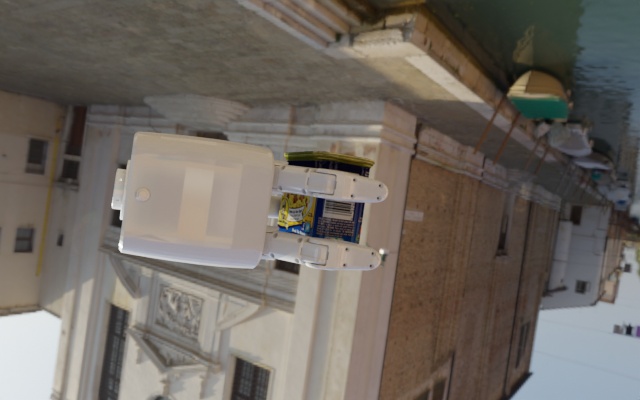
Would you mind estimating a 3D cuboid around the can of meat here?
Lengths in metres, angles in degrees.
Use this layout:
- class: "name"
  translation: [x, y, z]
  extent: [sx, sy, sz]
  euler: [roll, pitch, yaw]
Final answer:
- class: "can of meat"
  translation: [0.000, 0.002, 0.433]
  extent: [0.057, 0.084, 0.102]
  euler: [8, 0, -25]
